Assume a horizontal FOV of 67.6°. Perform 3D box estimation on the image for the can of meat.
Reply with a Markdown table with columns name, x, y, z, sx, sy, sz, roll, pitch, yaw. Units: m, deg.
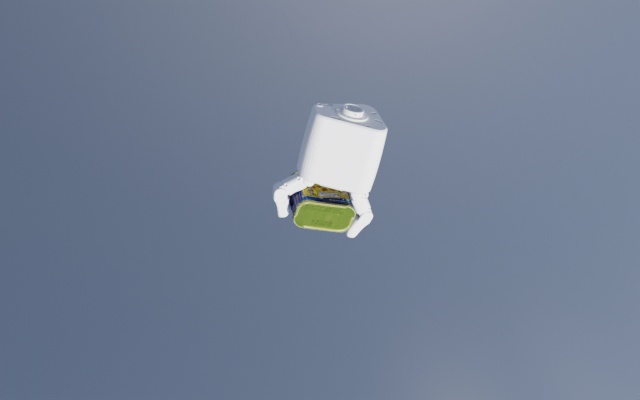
| name | x | y | z | sx | sy | sz | roll | pitch | yaw |
| --- | --- | --- | --- | --- | --- | --- | --- | --- | --- |
| can of meat | 0.000 | 0.003 | 0.766 | 0.102 | 0.057 | 0.084 | 7 | 33 | -16 |
